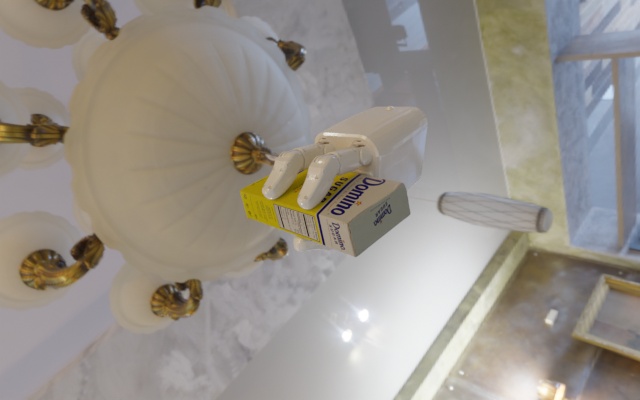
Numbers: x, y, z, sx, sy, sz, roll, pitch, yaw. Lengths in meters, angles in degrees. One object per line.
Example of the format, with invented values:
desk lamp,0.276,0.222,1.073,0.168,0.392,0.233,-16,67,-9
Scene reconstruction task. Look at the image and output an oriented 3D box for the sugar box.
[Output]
sugar box,0.000,0.001,0.529,0.176,0.048,0.093,12,35,45
